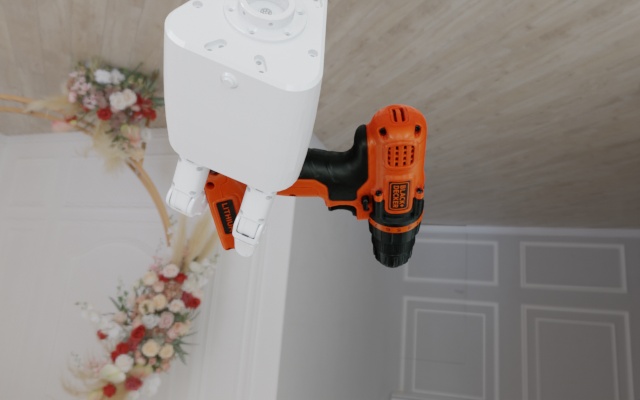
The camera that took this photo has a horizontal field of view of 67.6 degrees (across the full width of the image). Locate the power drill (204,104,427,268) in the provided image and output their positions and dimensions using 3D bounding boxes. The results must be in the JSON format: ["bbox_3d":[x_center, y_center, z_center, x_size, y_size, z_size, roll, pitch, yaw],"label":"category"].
[{"bbox_3d":[0.000,0.001,0.433,0.187,0.185,0.057,-5,44,1],"label":"power drill"}]
